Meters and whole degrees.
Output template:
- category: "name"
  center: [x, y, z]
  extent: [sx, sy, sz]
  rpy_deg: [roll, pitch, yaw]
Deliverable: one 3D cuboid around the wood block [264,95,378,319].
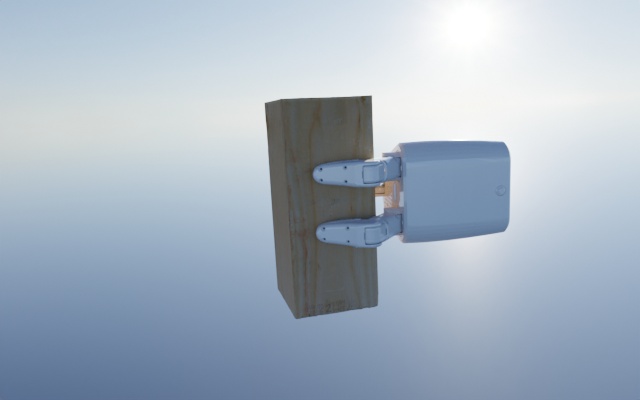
- category: "wood block"
  center: [0.000, 0.001, 0.488]
  extent: [0.090, 0.206, 0.091]
  rpy_deg: [-6, 11, -15]
